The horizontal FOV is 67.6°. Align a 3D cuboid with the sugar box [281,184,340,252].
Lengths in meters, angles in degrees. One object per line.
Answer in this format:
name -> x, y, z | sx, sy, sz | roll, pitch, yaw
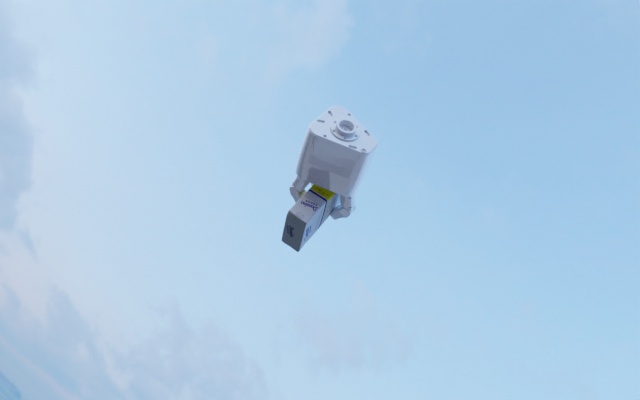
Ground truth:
sugar box -> 0.000, 0.002, 0.862 | 0.048, 0.093, 0.176 | 35, 52, 14
